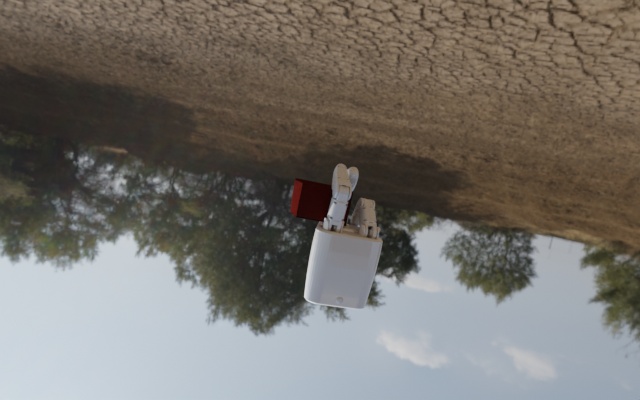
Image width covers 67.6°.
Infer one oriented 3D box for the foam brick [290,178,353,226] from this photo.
[{"bbox_3d":[0.000,0.002,0.695,0.078,0.051,0.053,11,7,-14],"label":"foam brick"}]
